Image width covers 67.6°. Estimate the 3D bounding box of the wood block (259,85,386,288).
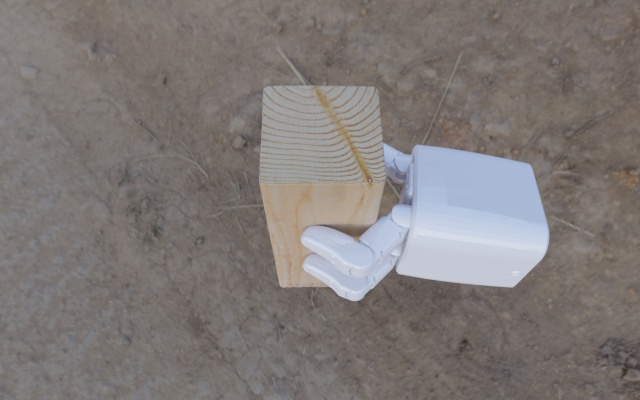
[{"bbox_3d":[0.000,0.001,0.434,0.090,0.090,0.206,0,-30,-1],"label":"wood block"}]
